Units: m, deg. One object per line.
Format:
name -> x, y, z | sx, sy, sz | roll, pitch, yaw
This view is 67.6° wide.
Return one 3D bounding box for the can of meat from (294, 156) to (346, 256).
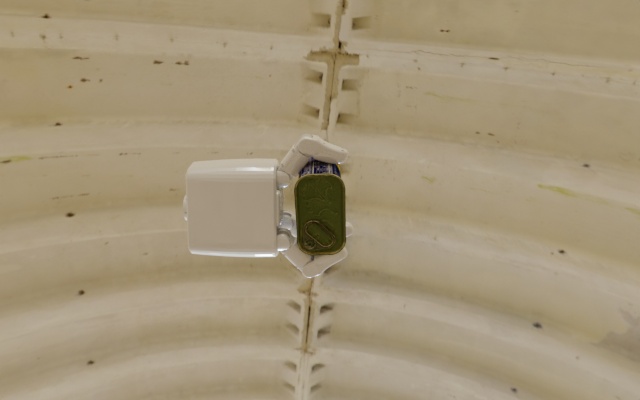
can of meat -> 0.000, 0.002, 0.579 | 0.057, 0.102, 0.084 | -2, 23, 1
